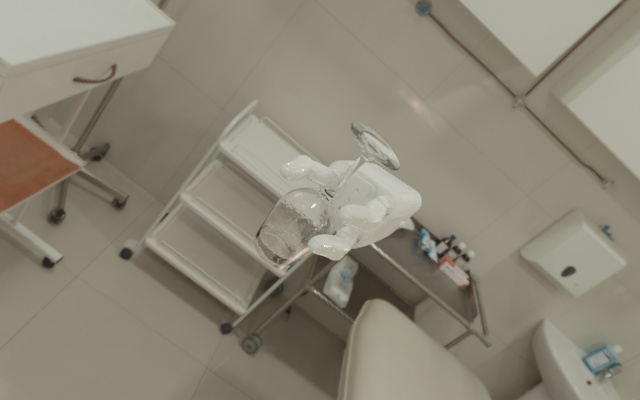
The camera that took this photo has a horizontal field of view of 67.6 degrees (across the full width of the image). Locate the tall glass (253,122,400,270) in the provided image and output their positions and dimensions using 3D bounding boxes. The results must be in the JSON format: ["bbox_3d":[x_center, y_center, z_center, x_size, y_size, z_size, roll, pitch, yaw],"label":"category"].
[{"bbox_3d":[0.000,0.001,0.579,0.201,0.079,0.079,-45,-24,26],"label":"tall glass"}]
